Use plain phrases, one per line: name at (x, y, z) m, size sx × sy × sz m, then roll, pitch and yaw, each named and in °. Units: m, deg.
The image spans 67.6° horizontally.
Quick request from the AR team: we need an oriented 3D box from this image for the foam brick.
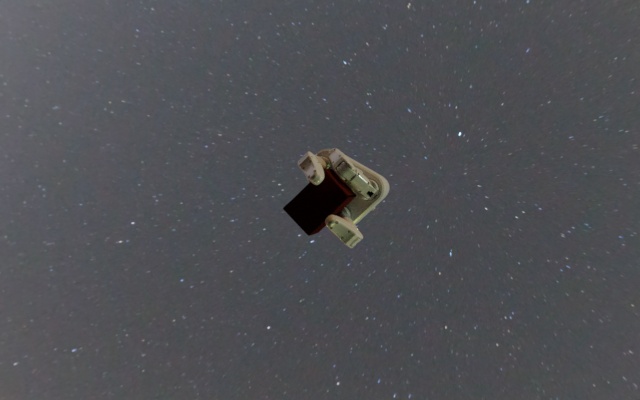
foam brick at (0.000, 0.002, 0.644) m, size 0.078 × 0.053 × 0.051 m, roll -43°, pitch -8°, yaw 12°
